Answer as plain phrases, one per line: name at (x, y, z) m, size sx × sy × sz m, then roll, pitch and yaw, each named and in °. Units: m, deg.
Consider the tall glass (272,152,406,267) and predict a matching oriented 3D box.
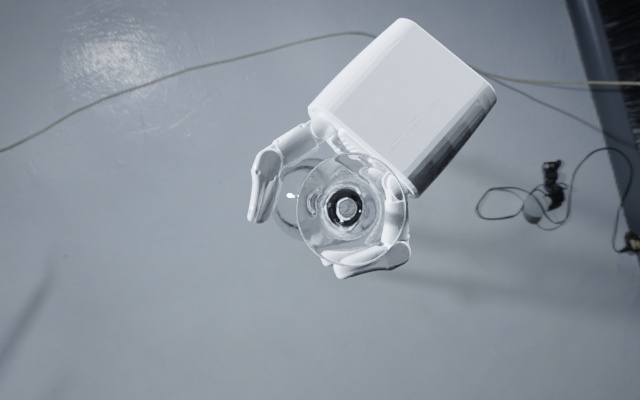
tall glass at (0.000, 0.001, 0.404) m, size 0.079 × 0.079 × 0.201 m, roll 0°, pitch 2°, yaw -12°
